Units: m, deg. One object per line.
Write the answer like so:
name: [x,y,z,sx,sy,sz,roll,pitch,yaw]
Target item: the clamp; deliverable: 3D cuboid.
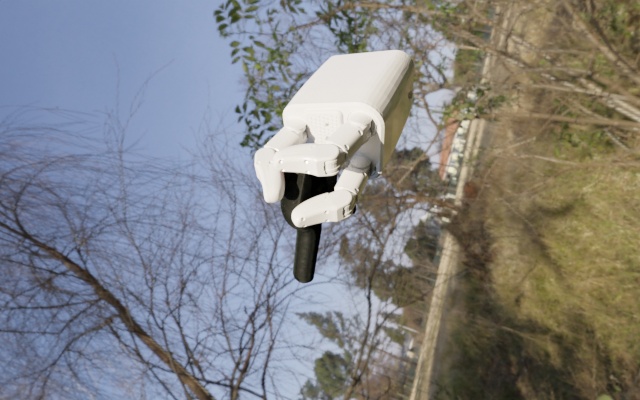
clamp: [-0.001,0.001,0.516,0.039,0.120,0.172,19,-37,19]
